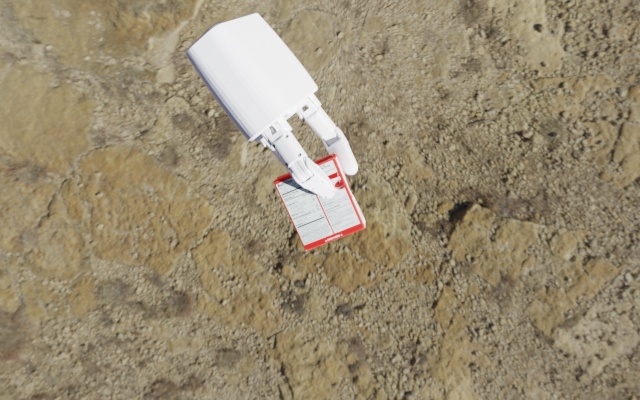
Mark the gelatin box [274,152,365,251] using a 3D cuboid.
[{"bbox_3d":[0.000,0.002,0.531,0.073,0.089,0.030,-23,10,11],"label":"gelatin box"}]
